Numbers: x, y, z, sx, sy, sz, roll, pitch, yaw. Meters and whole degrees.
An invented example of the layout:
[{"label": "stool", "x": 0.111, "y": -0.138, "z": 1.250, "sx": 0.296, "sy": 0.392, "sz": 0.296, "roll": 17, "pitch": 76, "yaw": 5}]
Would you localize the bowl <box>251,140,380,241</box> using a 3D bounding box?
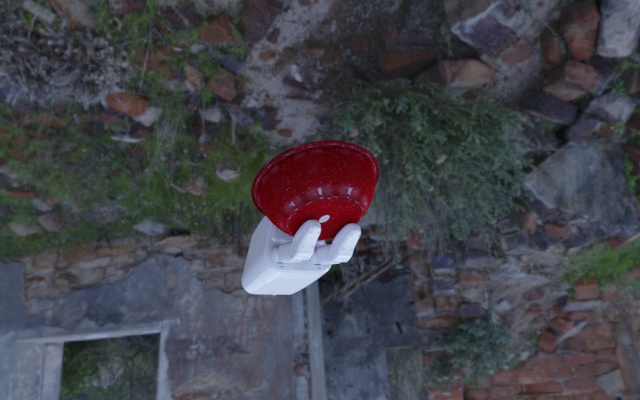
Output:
[{"label": "bowl", "x": 0.000, "y": 0.001, "z": 0.573, "sx": 0.162, "sy": 0.055, "sz": 0.162, "roll": -10, "pitch": -35, "yaw": -7}]
